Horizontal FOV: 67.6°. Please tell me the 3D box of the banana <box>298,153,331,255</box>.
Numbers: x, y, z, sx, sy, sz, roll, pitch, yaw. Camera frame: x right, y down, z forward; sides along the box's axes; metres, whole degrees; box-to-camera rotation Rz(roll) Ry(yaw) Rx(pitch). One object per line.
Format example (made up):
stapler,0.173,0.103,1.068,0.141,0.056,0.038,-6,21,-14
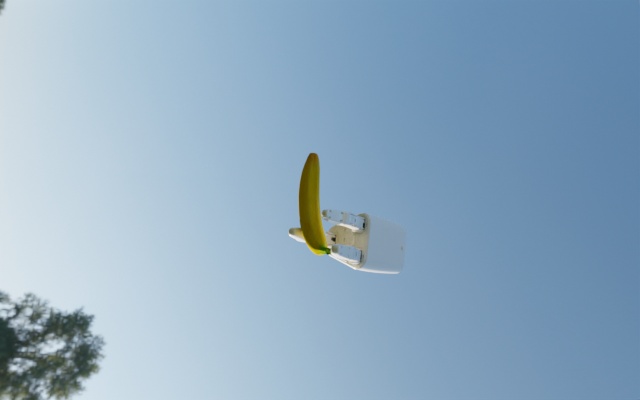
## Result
banana,-0.010,0.014,0.811,0.037,0.197,0.070,13,-37,-35
